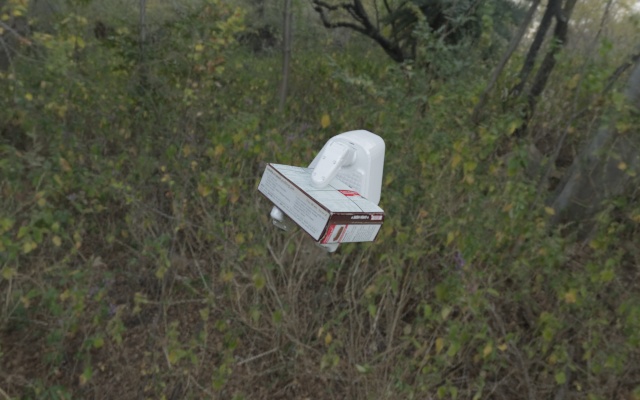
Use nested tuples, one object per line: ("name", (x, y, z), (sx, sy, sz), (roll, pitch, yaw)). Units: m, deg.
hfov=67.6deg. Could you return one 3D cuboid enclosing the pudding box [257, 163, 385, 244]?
("pudding box", (0.000, 0.002, 0.511), (0.090, 0.039, 0.113), (1, 27, -46))
